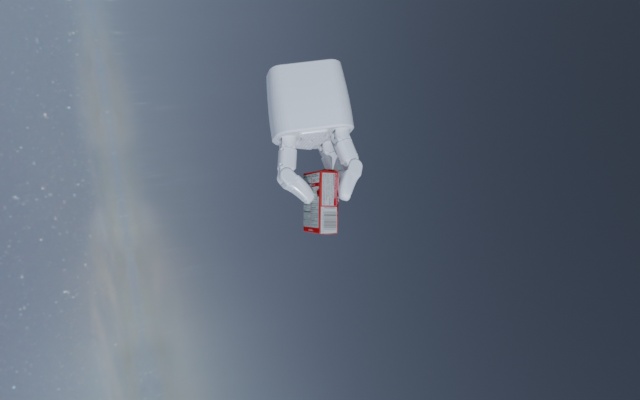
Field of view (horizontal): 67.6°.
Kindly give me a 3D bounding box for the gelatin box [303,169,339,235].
[{"bbox_3d":[0.000,0.003,0.678,0.030,0.089,0.073,1,-1,-20],"label":"gelatin box"}]
